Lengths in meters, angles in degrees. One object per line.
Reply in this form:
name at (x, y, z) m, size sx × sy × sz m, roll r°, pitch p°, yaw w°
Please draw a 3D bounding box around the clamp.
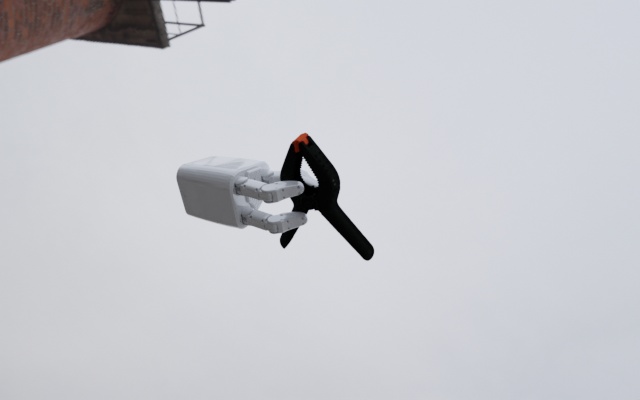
clamp at (0.000, 0.001, 0.711) m, size 0.164 × 0.210 × 0.036 m, roll 10°, pitch 36°, yaw 23°
